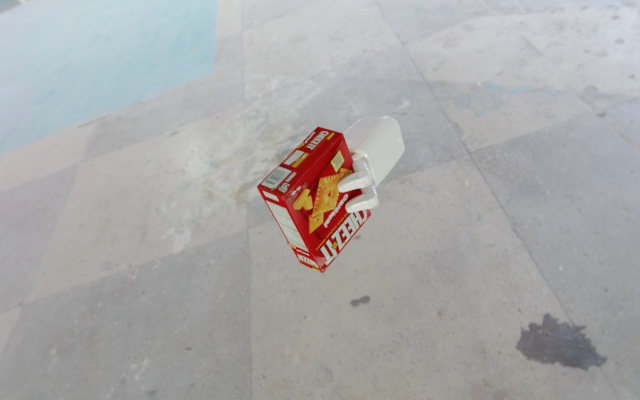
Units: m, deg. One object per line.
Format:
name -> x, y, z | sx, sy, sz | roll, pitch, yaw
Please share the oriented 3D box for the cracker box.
cracker box -> 0.000, 0.003, 0.860 | 0.072, 0.164, 0.214 | 22, -31, 39
